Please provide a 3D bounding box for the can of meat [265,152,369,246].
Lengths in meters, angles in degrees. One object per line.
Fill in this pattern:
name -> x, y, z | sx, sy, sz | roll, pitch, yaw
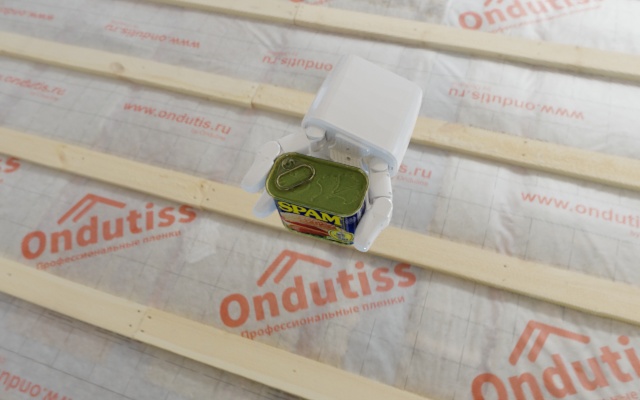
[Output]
can of meat -> 0.000, 0.002, 0.510 | 0.102, 0.057, 0.084 | 15, -26, 14
